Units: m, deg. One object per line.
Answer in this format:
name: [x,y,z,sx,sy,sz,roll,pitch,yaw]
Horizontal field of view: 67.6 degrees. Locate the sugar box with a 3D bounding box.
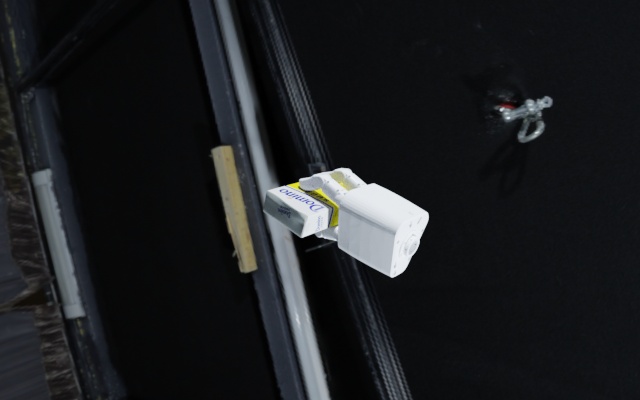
sugar box: [0.000,0.002,0.801,0.093,0.048,0.176,31,29,31]
